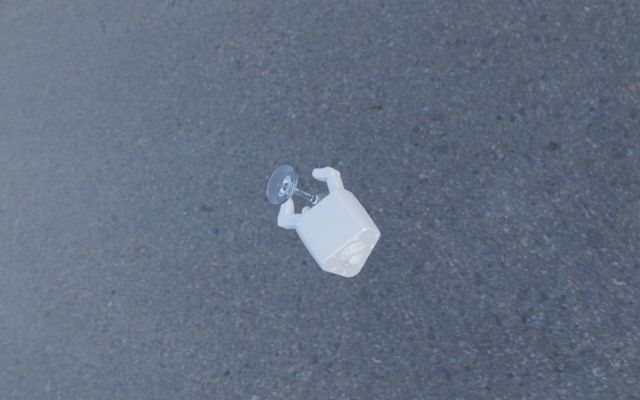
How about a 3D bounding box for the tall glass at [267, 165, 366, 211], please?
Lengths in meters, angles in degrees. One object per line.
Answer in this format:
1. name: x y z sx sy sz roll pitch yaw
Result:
1. tall glass: 0.000 0.003 0.888 0.079 0.079 0.201 0 -17 45
